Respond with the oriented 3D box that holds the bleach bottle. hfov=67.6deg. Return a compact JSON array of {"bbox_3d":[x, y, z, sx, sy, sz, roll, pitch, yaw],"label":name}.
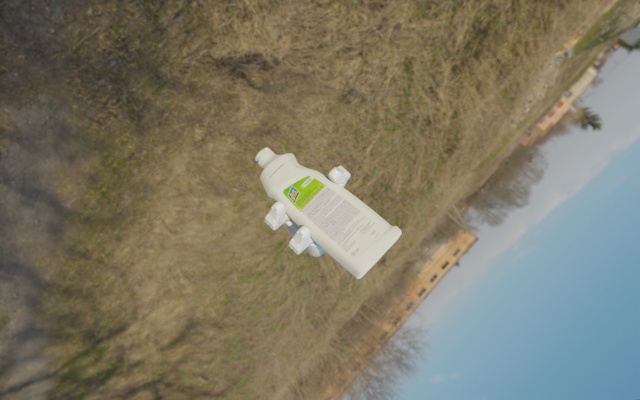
[{"bbox_3d":[0.000,0.003,0.748,0.251,0.102,0.068,43,-14,12],"label":"bleach bottle"}]
